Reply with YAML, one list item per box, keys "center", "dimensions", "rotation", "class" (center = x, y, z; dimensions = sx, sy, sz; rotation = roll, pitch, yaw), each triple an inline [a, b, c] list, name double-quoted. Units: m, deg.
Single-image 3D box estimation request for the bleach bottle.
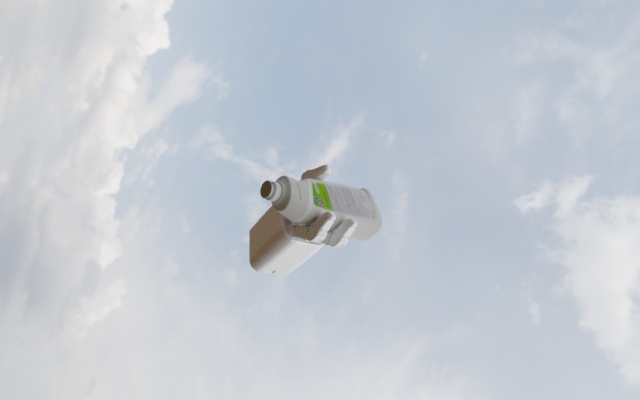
- center: [0.000, 0.003, 0.823]
  dimensions: [0.251, 0.102, 0.068]
  rotation: [17, -49, -44]
  class: "bleach bottle"
